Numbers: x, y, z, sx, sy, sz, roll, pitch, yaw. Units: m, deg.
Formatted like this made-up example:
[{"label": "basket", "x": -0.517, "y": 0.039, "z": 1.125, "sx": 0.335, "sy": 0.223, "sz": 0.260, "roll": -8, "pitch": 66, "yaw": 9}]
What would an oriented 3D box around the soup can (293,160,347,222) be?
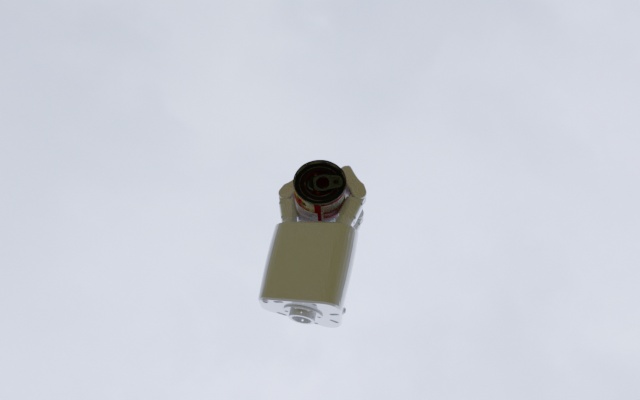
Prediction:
[{"label": "soup can", "x": 0.000, "y": 0.002, "z": 0.644, "sx": 0.068, "sy": 0.068, "sz": 0.102, "roll": 0, "pitch": -31, "yaw": 1}]
